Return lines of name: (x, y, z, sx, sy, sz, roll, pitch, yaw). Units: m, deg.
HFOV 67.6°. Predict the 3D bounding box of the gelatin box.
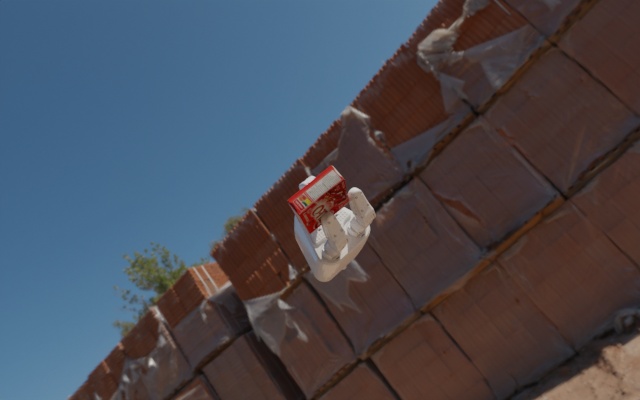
gelatin box: (0.000, 0.002, 0.630, 0.073, 0.030, 0.089, -38, -21, -7)
